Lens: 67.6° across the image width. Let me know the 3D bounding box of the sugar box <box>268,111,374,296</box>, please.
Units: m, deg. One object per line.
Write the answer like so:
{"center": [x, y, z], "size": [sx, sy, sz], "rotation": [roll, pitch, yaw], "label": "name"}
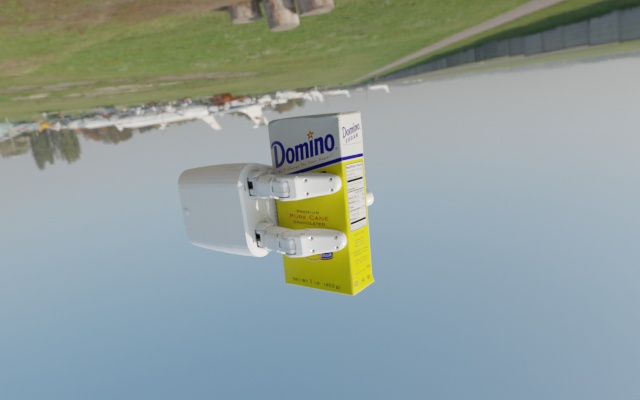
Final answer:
{"center": [0.000, 0.002, 0.487], "size": [0.093, 0.176, 0.048], "rotation": [2, 15, 38], "label": "sugar box"}
